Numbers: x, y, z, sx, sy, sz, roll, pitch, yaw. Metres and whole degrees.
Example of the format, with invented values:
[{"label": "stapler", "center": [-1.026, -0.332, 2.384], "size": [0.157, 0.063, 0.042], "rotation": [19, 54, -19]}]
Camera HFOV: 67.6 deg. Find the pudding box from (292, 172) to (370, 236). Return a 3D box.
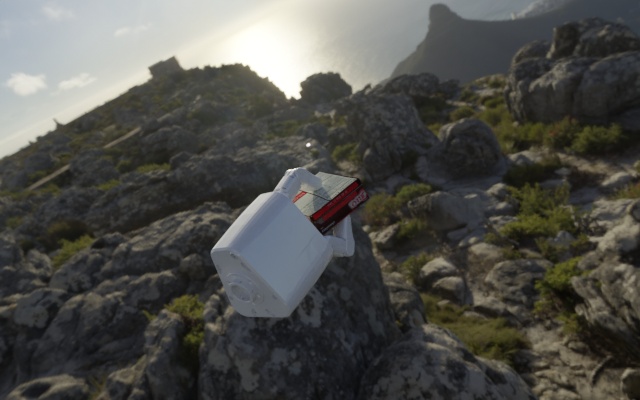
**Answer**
[{"label": "pudding box", "center": [0.000, 0.002, 0.660], "size": [0.090, 0.039, 0.113], "rotation": [-37, 25, -19]}]
